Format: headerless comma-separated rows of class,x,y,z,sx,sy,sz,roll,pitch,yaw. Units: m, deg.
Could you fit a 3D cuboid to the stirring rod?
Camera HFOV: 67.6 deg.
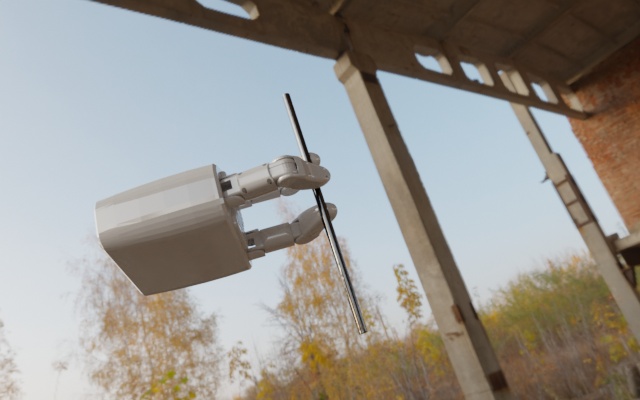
stirring rod,0.000,0.001,0.431,0.011,0.239,0.011,-15,-22,-6
